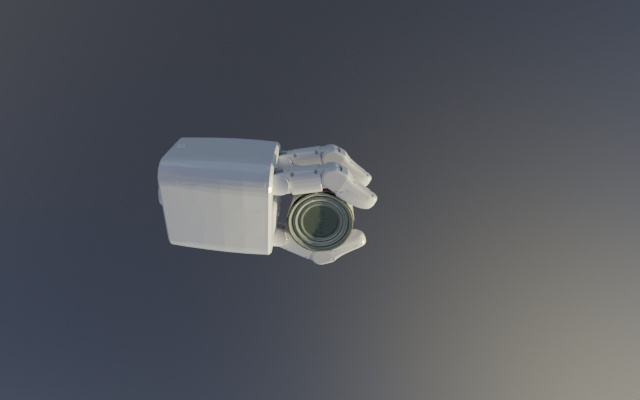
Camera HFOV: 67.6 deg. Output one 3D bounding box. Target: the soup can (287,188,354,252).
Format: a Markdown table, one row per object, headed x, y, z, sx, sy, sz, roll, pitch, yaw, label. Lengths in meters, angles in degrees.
| x | y | z | sx | sy | sz | roll | pitch | yaw | label |
| --- | --- | --- | --- | --- | --- | --- | --- | --- | --- |
| 0.001 | 0.002 | 0.511 | 0.068 | 0.068 | 0.102 | 0 | 24 | 0 | soup can |
